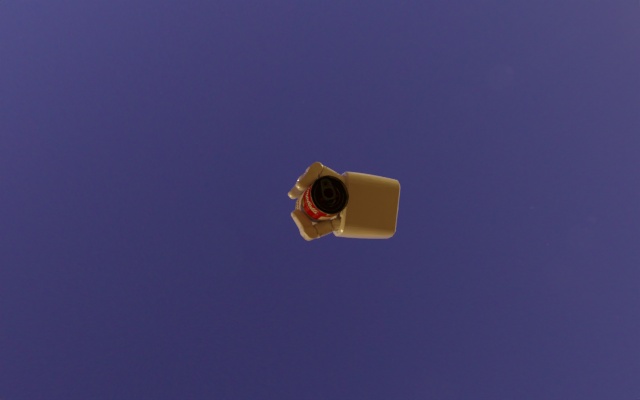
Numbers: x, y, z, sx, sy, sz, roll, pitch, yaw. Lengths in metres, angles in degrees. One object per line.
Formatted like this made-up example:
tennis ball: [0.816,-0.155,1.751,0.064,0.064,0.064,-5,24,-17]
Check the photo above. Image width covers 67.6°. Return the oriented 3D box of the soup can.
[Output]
soup can: [0.000,0.003,0.840,0.068,0.068,0.102,0,-15,-19]
